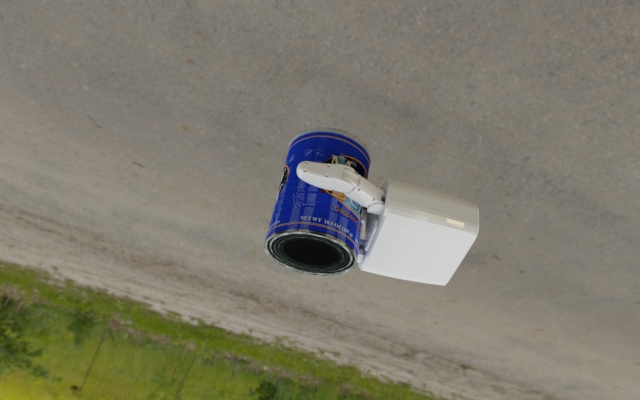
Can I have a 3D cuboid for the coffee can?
[{"bbox_3d":[0.000,0.002,0.551,0.103,0.140,0.103,8,-32,5],"label":"coffee can"}]
